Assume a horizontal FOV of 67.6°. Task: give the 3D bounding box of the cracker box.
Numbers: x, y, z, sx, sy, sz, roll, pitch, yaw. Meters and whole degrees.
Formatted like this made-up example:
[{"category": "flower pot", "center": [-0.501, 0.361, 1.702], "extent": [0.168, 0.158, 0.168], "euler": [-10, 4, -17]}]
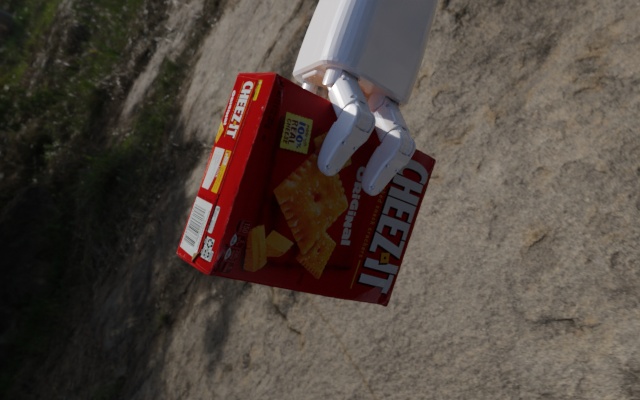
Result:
[{"category": "cracker box", "center": [0.000, 0.001, 0.442], "extent": [0.214, 0.164, 0.072], "euler": [19, 0, -39]}]
